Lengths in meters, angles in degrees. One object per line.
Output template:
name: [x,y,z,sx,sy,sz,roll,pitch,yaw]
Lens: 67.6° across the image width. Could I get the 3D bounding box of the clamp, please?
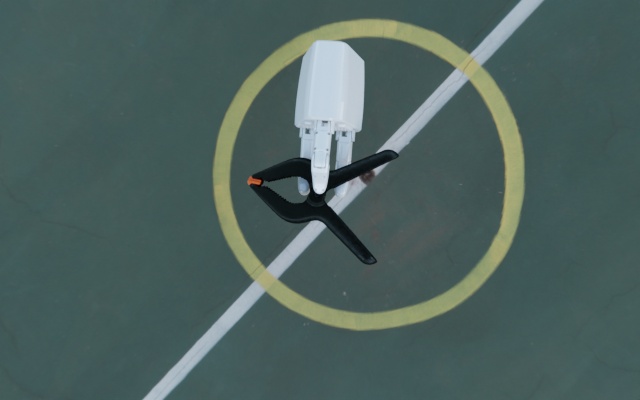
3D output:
clamp: [0.000,0.002,0.679,0.210,0.164,0.036,5,-2,4]
